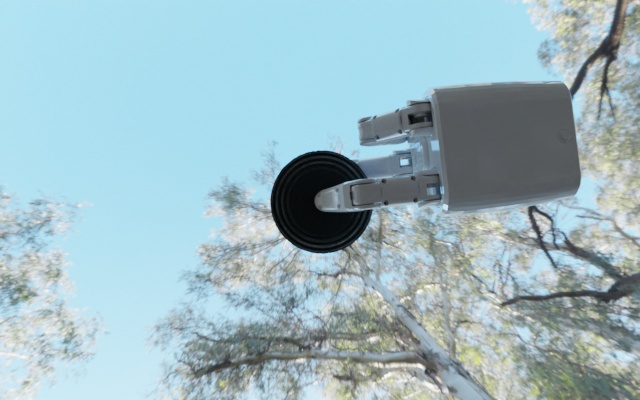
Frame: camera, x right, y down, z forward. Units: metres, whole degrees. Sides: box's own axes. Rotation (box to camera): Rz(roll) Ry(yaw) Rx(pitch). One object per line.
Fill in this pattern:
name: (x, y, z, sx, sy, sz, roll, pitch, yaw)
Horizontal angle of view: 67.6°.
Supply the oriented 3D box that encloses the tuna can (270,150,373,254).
tuna can: (0.000, 0.001, 0.410, 0.086, 0.086, 0.034, 0, 0, -5)
